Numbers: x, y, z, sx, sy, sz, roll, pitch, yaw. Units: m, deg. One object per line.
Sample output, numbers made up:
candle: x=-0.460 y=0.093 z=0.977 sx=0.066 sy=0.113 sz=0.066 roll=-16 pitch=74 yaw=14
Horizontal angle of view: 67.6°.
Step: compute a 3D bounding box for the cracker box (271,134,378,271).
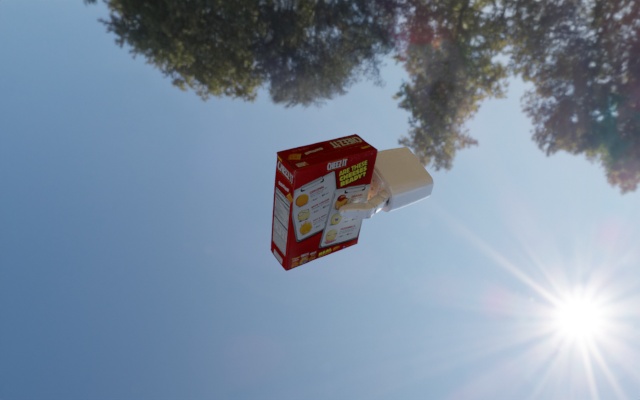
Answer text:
cracker box: x=0.000 y=0.003 z=0.835 sx=0.164 sy=0.214 sz=0.072 roll=-17 pitch=42 yaw=-30
